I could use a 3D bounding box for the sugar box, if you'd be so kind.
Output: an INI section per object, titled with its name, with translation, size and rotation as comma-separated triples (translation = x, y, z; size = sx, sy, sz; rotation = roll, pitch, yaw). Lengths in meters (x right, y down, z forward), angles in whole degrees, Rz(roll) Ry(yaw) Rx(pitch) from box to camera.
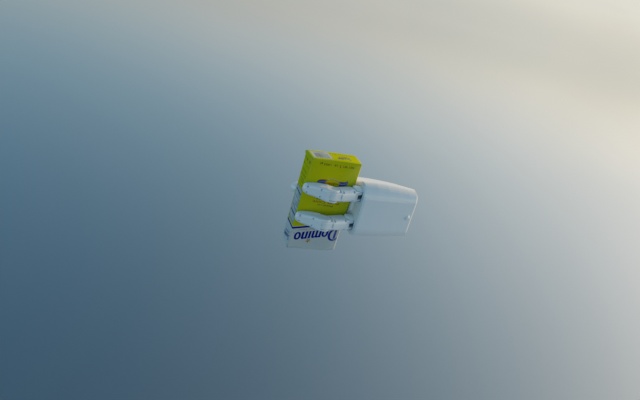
[sugar box]
translation = 0.000, 0.003, 0.828
size = 0.093, 0.176, 0.048
rotation = 6, 25, -21
